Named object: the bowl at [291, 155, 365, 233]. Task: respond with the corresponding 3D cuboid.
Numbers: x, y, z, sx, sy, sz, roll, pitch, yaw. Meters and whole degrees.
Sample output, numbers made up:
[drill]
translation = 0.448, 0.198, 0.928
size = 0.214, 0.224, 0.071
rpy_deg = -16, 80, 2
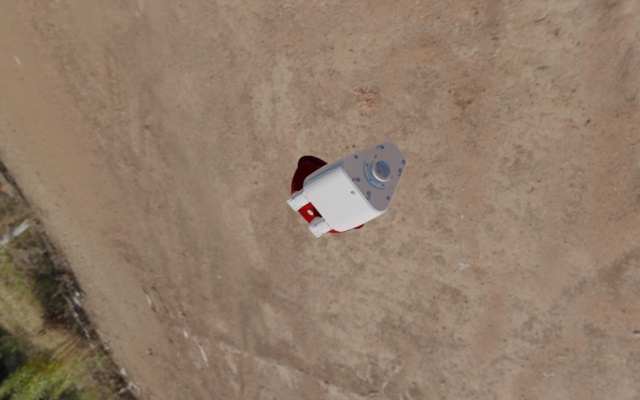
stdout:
[bowl]
translation = 0.000, 0.003, 0.823
size = 0.055, 0.162, 0.162
rpy_deg = -42, 18, -22
